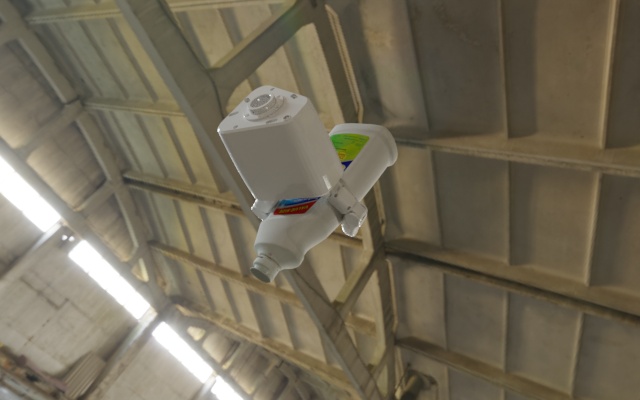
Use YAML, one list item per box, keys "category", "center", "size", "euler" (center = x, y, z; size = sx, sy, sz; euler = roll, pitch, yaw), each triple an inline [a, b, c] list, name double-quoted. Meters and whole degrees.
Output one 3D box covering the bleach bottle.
- category: "bleach bottle"
  center: [0.000, 0.002, 0.617]
  size: [0.102, 0.068, 0.250]
  euler: [10, 51, 37]
